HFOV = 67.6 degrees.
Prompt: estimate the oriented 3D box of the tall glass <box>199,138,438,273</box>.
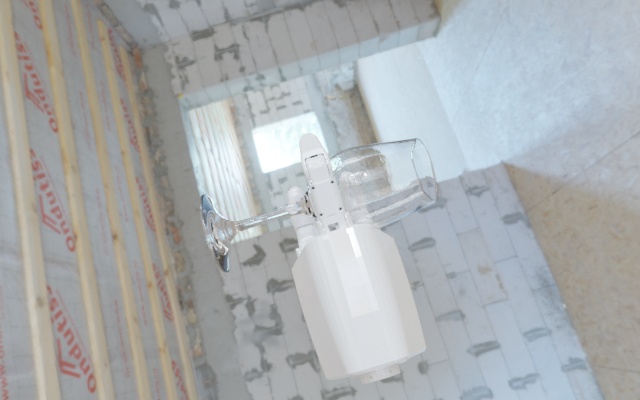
[{"bbox_3d":[-0.001,0.001,0.432,0.201,0.079,0.079,-17,0,0],"label":"tall glass"}]
